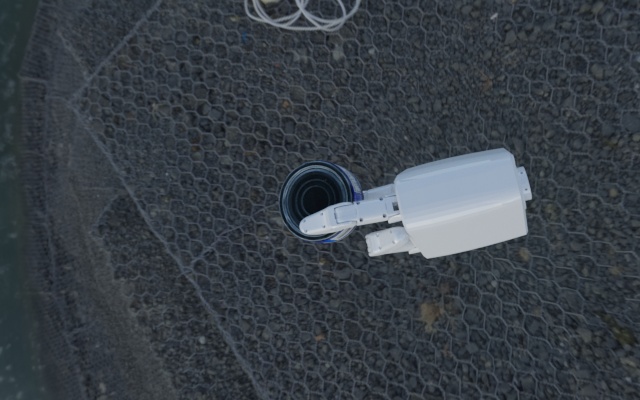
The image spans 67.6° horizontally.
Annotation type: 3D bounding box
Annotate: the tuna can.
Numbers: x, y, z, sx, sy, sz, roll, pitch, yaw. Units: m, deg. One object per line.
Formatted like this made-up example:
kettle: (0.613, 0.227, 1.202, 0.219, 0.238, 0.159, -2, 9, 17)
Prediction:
tuna can: (0.000, 0.002, 0.499, 0.086, 0.086, 0.034, 0, -4, 24)
